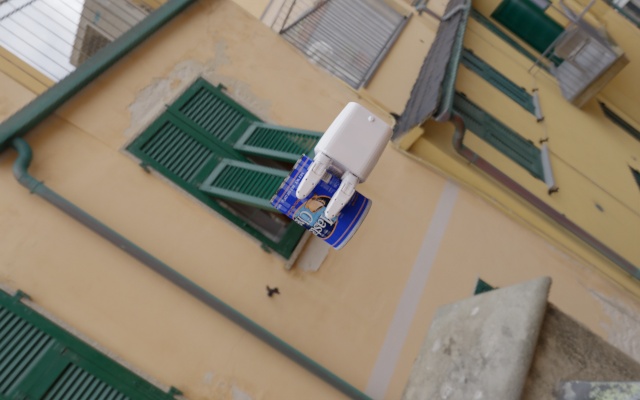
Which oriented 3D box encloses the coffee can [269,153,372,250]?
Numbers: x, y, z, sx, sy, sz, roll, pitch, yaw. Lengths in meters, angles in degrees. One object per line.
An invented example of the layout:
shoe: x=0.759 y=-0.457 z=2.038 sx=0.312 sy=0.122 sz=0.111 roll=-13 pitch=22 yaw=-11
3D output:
coffee can: x=0.000 y=0.003 z=0.800 sx=0.140 sy=0.103 sz=0.103 roll=35 pitch=-3 yaw=-4
